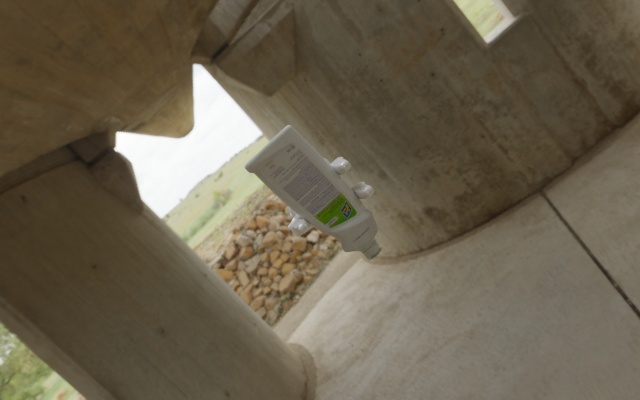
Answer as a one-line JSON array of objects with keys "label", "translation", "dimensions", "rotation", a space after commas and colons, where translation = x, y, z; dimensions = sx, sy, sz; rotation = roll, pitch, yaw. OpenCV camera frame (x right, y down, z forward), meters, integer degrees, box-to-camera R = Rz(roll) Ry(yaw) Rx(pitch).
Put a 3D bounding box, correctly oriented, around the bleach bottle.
[{"label": "bleach bottle", "translation": [0.000, 0.002, 0.768], "dimensions": [0.102, 0.251, 0.068], "rotation": [-41, 10, 9]}]
